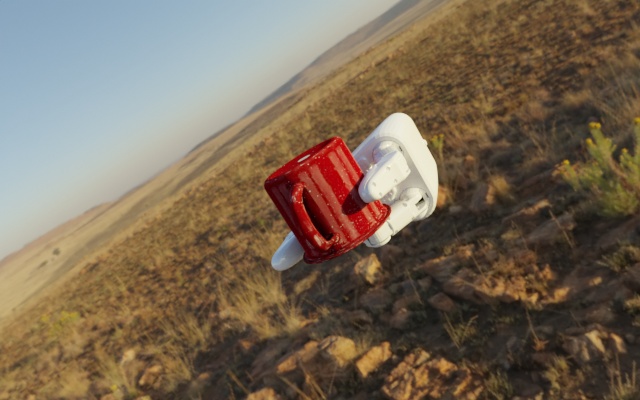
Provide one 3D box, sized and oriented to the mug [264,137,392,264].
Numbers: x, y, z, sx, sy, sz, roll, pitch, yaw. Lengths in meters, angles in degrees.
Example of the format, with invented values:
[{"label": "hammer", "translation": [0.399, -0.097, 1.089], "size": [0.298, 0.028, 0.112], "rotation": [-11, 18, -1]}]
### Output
[{"label": "mug", "translation": [0.000, 0.002, 0.415], "size": [0.093, 0.081, 0.117], "rotation": [-27, 13, 24]}]
